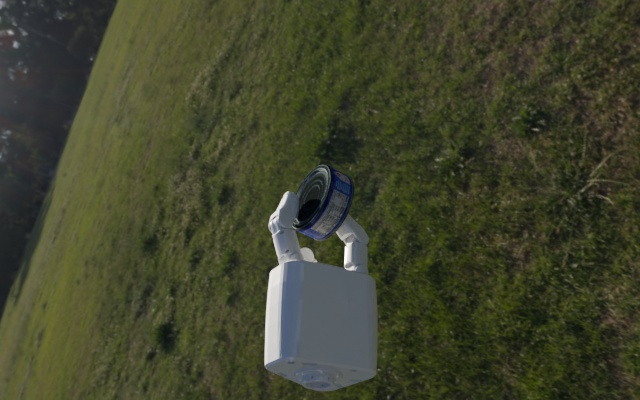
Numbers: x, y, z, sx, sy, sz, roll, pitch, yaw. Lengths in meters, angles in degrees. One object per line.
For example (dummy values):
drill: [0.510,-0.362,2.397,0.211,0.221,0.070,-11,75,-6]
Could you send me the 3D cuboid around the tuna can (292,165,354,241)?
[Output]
tuna can: [0.000,0.002,0.561,0.034,0.086,0.086,27,-12,-26]
